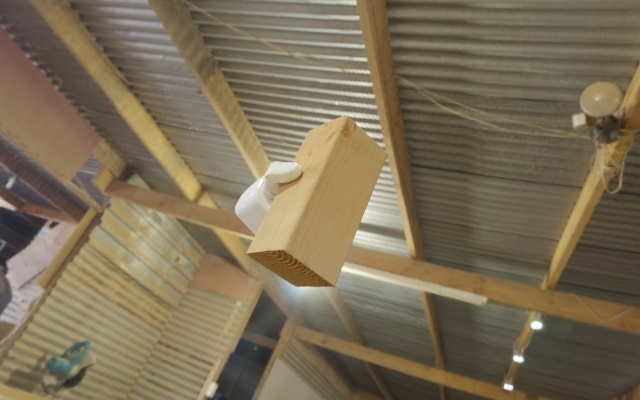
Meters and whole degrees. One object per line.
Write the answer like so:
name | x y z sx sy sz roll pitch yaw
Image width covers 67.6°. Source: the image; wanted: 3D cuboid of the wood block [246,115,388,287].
wood block | 0.000 0.002 0.633 0.091 0.206 0.090 38 -29 -27
